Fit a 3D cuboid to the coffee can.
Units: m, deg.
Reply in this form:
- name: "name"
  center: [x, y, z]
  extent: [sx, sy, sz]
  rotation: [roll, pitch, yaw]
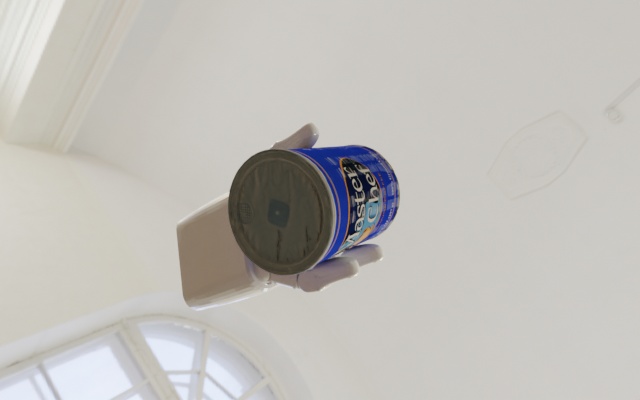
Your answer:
- name: "coffee can"
  center: [0.000, 0.001, 0.439]
  extent: [0.103, 0.103, 0.140]
  rotation: [0, 7, 31]
